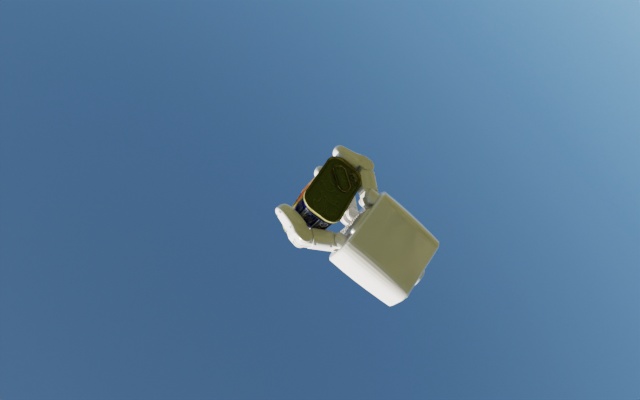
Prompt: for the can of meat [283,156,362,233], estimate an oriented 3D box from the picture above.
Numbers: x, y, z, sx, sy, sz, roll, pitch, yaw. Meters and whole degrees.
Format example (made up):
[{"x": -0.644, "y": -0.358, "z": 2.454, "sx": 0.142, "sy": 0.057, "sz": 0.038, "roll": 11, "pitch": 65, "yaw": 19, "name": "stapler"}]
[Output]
[{"x": 0.000, "y": 0.002, "z": 0.646, "sx": 0.057, "sy": 0.102, "sz": 0.084, "roll": 38, "pitch": -39, "yaw": -6, "name": "can of meat"}]
